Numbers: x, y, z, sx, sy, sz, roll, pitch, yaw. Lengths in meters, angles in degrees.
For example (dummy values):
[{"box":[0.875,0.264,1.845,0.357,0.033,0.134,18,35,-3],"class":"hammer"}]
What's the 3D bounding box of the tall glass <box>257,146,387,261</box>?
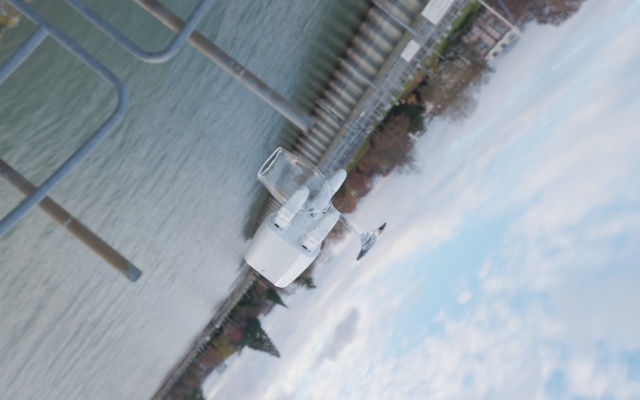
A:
[{"box":[0.001,0.003,0.730,0.201,0.079,0.079,38,0,0],"class":"tall glass"}]
